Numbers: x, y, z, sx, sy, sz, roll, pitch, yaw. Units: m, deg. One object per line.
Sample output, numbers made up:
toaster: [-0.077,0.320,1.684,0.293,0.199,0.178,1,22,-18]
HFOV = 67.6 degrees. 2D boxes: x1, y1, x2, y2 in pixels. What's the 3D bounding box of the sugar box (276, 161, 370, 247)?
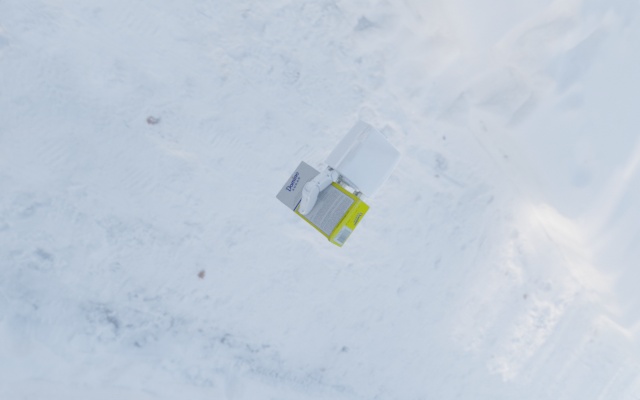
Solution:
sugar box: [0.001,0.003,0.898,0.176,0.093,0.048,37,1,44]
